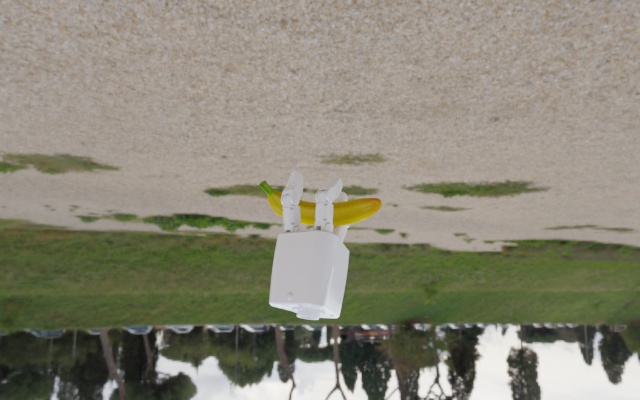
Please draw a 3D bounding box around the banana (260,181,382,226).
[{"bbox_3d":[-0.001,0.013,0.755,0.198,0.037,0.070,8,-35,14],"label":"banana"}]
